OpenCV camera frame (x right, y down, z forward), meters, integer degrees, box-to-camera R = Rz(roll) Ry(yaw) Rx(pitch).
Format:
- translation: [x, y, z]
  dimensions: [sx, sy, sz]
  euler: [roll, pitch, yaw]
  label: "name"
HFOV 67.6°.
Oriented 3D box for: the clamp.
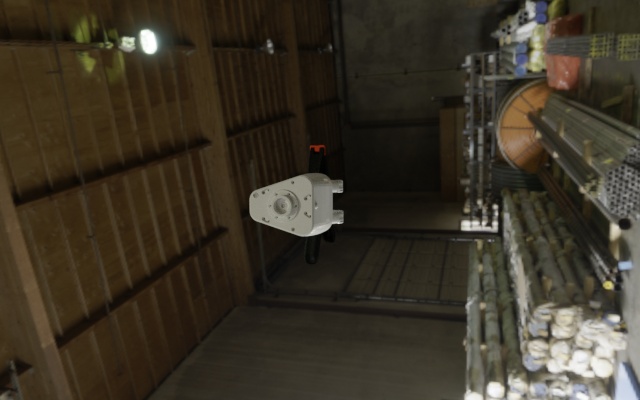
- translation: [-0.001, 0.002, 0.898]
  dimensions: [0.036, 0.210, 0.164]
  euler: [0, 3, 13]
  label: "clamp"
